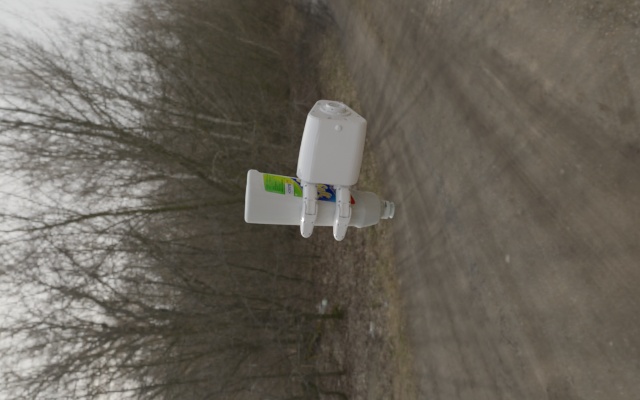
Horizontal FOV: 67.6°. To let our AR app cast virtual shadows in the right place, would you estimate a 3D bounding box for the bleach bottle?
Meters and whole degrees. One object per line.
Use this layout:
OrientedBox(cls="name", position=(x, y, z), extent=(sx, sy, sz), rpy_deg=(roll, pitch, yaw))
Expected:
OrientedBox(cls="bleach bottle", position=(0.000, 0.003, 0.814), extent=(0.251, 0.068, 0.102), rpy_deg=(5, 29, -10))
